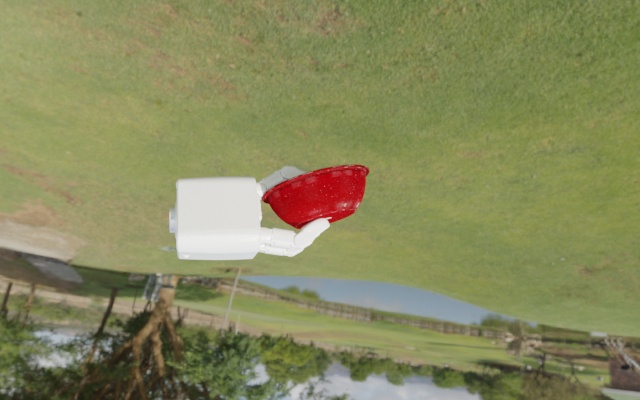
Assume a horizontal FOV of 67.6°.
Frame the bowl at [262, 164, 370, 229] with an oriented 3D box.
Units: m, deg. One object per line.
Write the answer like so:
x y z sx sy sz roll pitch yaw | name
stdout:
0.002 0.002 0.690 0.162 0.055 0.162 -15 -11 -3 | bowl
